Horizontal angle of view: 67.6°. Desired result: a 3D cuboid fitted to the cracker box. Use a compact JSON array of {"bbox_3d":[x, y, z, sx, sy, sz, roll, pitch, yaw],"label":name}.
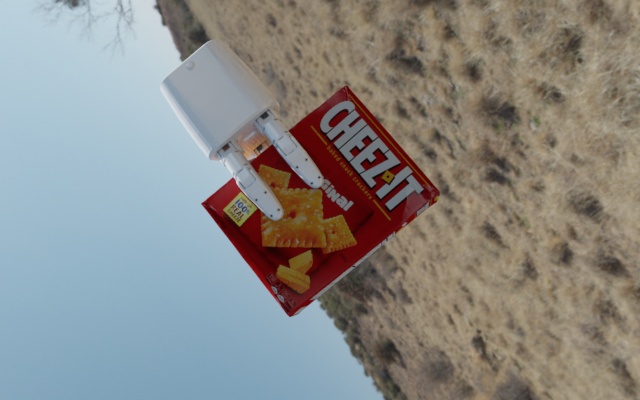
[{"bbox_3d":[0.000,0.002,0.545,0.214,0.164,0.072,-39,-11,2],"label":"cracker box"}]
